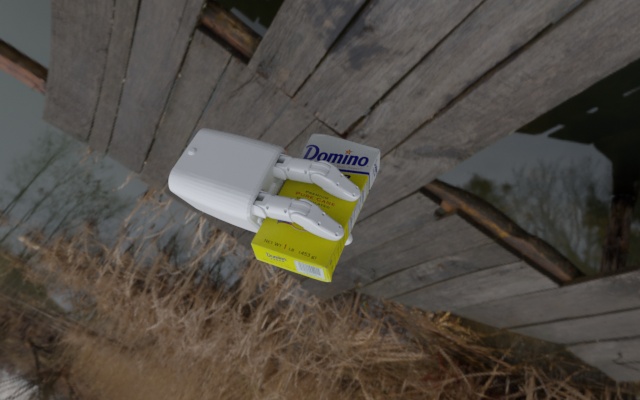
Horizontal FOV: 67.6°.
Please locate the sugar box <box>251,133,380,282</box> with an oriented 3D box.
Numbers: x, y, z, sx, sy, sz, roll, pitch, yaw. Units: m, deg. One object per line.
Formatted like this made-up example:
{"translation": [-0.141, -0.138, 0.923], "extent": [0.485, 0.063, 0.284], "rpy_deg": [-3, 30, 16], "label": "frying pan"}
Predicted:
{"translation": [0.000, 0.002, 0.566], "extent": [0.093, 0.176, 0.048], "rpy_deg": [16, -29, 15], "label": "sugar box"}
